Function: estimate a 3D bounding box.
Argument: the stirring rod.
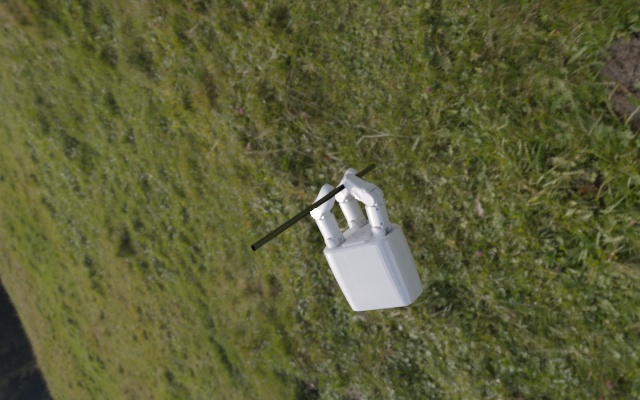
[{"bbox_3d":[0.000,0.002,0.628,0.011,0.011,0.239,0,26,46],"label":"stirring rod"}]
